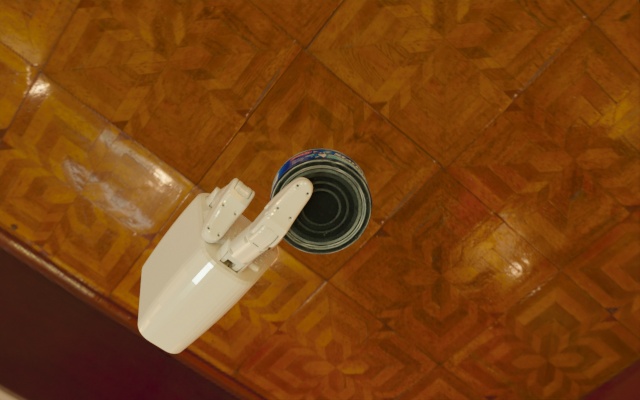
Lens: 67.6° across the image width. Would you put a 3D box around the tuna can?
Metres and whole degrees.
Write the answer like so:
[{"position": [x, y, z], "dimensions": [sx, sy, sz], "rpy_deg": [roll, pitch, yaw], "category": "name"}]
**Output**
[{"position": [0.000, 0.001, 0.402], "dimensions": [0.086, 0.086, 0.033], "rpy_deg": [0, 20, -1], "category": "tuna can"}]
